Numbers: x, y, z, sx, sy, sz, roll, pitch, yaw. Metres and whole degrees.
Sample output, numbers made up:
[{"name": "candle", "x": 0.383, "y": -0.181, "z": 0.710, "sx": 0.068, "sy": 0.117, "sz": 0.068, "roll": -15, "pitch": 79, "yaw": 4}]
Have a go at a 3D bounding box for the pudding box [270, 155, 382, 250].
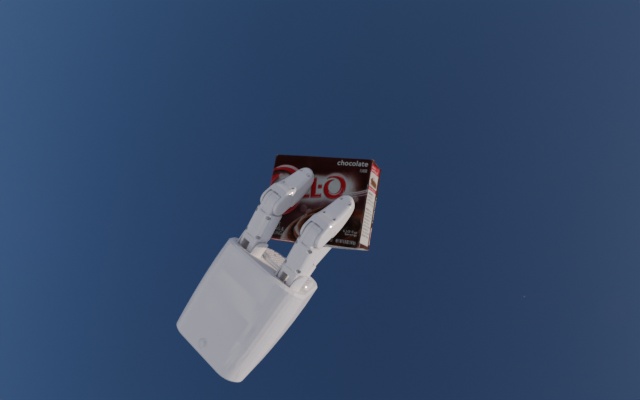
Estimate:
[{"name": "pudding box", "x": 0.000, "y": 0.002, "z": 0.494, "sx": 0.113, "sy": 0.090, "sz": 0.039, "roll": 5, "pitch": -10, "yaw": 23}]
